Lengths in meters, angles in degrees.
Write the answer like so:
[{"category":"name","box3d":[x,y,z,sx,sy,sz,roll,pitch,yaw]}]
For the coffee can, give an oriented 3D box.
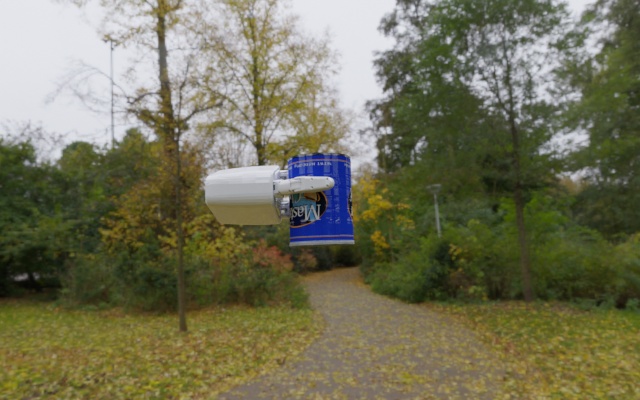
[{"category":"coffee can","box3d":[0.000,0.003,0.762,0.103,0.140,0.103,-2,-6,0]}]
